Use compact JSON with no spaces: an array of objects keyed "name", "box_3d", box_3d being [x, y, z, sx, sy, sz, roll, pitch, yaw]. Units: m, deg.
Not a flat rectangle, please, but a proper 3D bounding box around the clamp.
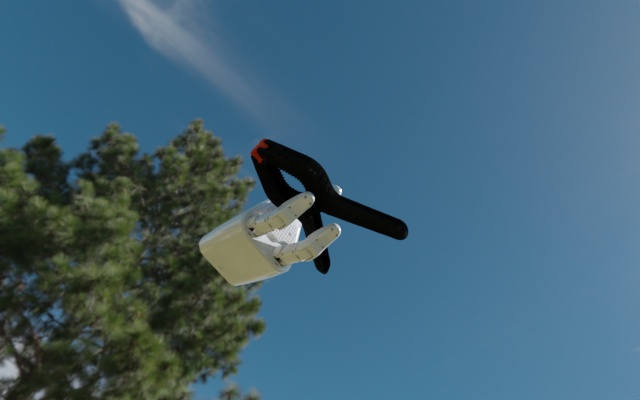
[{"name":"clamp","box_3d":[0.000,0.001,0.606,0.164,0.210,0.036,-24,24,39]}]
